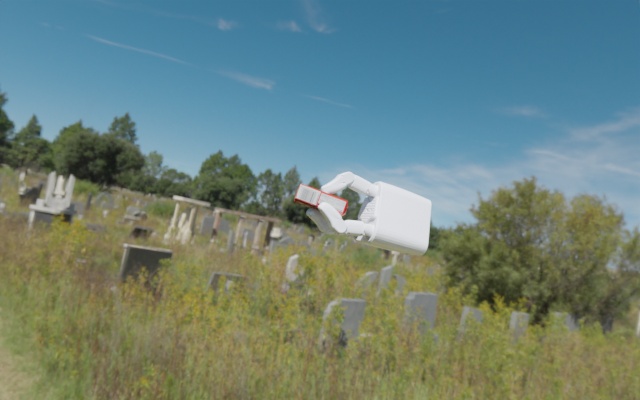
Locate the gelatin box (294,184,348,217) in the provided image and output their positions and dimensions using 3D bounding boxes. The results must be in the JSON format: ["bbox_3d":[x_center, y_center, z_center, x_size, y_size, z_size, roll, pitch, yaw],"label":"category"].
[{"bbox_3d":[0.000,0.002,0.831,0.089,0.030,0.073,20,-6,-3],"label":"gelatin box"}]
